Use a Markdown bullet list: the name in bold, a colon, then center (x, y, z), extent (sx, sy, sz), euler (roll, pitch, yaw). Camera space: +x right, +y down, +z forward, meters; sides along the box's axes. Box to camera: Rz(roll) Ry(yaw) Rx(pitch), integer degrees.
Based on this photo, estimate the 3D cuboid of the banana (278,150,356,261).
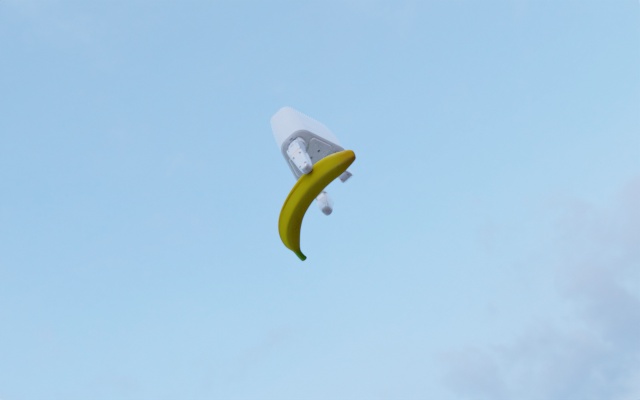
- **banana**: center (-0.018, 0.001, 0.719), extent (0.069, 0.198, 0.037), euler (15, 26, -24)
